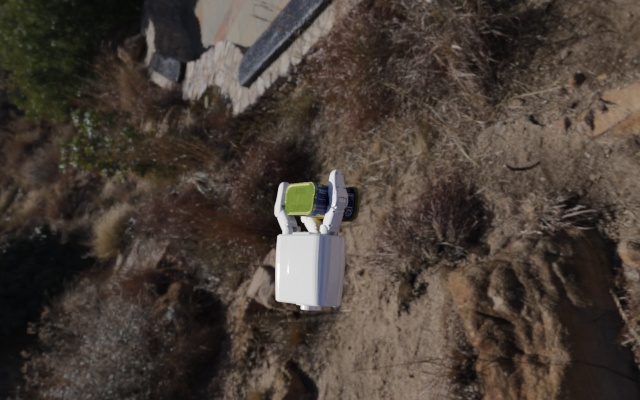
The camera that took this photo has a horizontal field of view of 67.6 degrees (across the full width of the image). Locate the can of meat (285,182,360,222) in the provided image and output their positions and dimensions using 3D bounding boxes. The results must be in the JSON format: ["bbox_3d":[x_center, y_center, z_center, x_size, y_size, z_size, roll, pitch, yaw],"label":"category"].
[{"bbox_3d":[0.000,0.002,0.772,0.084,0.057,0.102,8,-6,-31],"label":"can of meat"}]
